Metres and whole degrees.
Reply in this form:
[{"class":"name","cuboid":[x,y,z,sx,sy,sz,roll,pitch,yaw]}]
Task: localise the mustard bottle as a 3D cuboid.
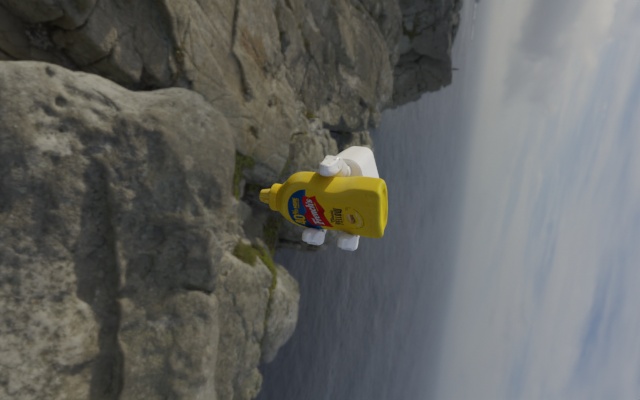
[{"class":"mustard bottle","cuboid":[0.000,0.003,0.705,0.191,0.096,0.058,7,47,18]}]
